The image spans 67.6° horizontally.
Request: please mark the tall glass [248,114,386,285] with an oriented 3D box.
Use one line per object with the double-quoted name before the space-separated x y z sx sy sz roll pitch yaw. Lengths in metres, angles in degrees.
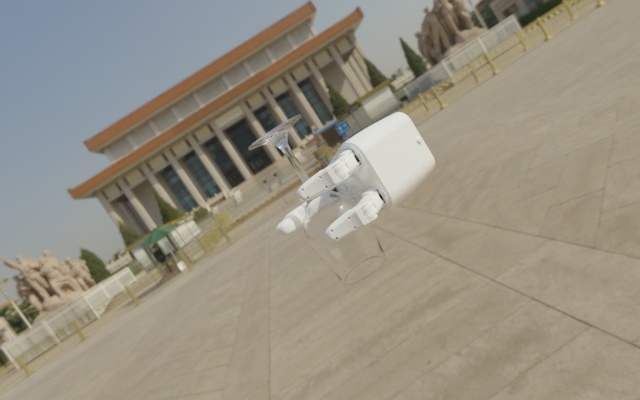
"tall glass" 0.000 0.001 0.572 0.079 0.201 0.079 -32 5 3
